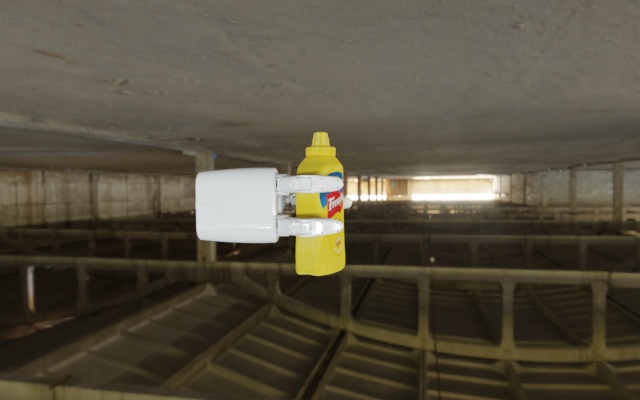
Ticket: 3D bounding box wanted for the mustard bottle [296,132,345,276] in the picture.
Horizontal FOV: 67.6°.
[{"bbox_3d":[0.000,0.002,0.660,0.058,0.191,0.096,0,2,27],"label":"mustard bottle"}]
